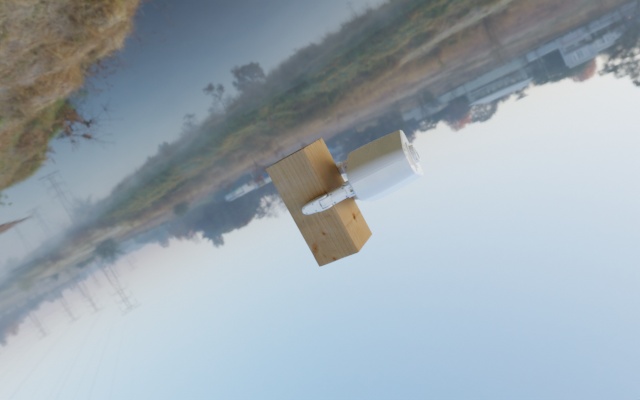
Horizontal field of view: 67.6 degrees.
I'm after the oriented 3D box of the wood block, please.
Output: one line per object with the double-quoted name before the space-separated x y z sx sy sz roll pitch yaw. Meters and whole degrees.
"wood block" 0.000 0.003 0.879 0.090 0.206 0.090 -24 8 29
